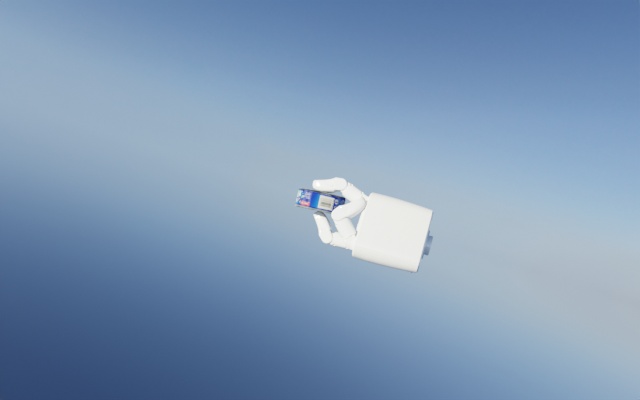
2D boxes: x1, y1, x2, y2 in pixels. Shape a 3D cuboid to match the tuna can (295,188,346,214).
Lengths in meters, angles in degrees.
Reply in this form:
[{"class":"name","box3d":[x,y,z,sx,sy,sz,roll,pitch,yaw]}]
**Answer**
[{"class":"tuna can","box3d":[0.000,0.002,0.834,0.086,0.034,0.086,12,-1,0]}]
